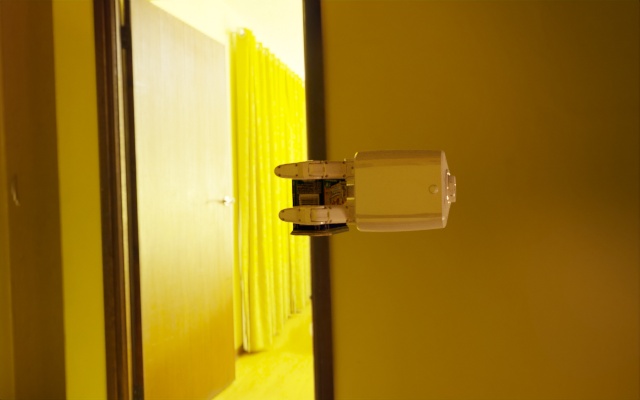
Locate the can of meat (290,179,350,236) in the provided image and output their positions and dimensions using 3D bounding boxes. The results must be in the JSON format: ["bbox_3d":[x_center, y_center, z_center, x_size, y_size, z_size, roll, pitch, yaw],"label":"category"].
[{"bbox_3d":[0.000,0.002,0.640,0.057,0.084,0.102,-1,1,23],"label":"can of meat"}]
